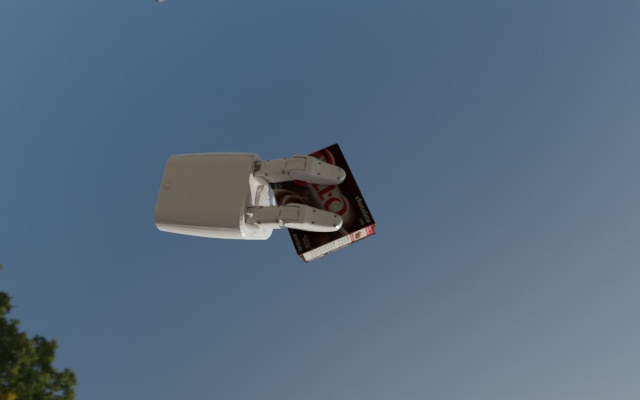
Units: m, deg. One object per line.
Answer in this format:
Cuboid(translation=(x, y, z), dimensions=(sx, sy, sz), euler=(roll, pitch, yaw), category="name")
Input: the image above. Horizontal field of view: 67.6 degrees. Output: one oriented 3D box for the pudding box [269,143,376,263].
Cuboid(translation=(0.000, 0.002, 0.537), dimensions=(0.090, 0.113, 0.039), euler=(-23, -23, -1), category="pudding box")
